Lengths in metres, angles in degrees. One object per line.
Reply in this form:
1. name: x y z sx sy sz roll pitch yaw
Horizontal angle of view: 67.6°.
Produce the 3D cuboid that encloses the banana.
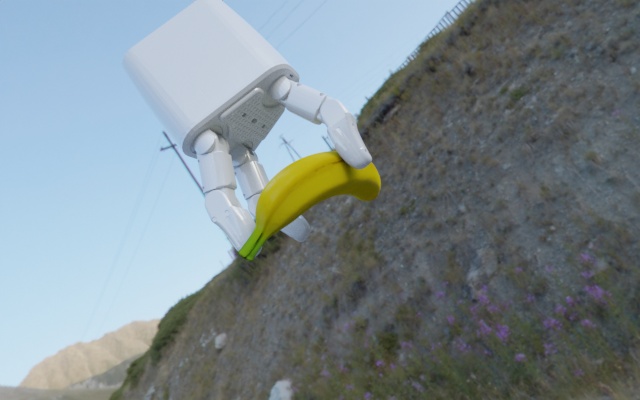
1. banana: 0.006 -0.011 0.402 0.037 0.070 0.198 43 34 19
